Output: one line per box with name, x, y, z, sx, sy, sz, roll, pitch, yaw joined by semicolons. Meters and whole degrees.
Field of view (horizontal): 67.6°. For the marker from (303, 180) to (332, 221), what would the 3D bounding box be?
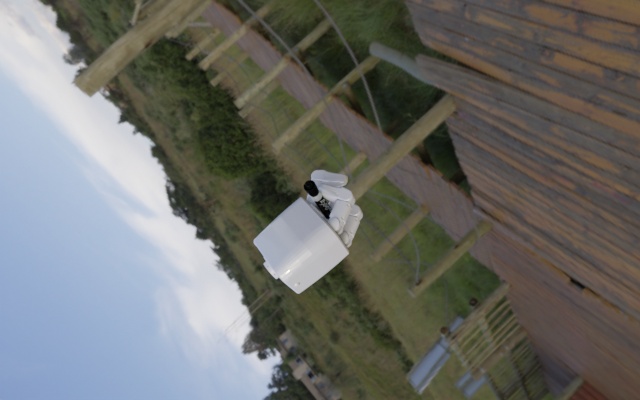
marker;0.000;0.002;0.755;0.020;0.020;0.121;0;-26;20
